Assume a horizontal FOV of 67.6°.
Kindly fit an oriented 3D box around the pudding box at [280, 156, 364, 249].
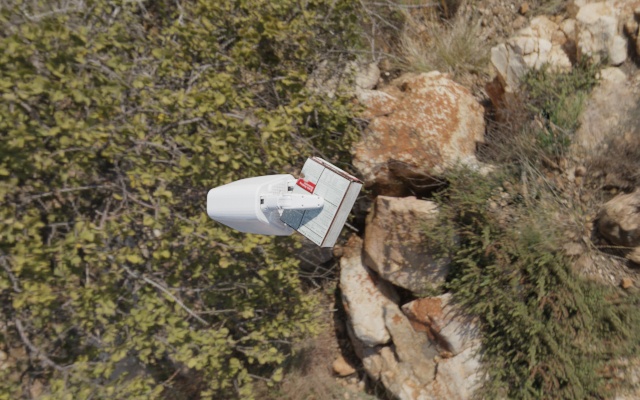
[{"bbox_3d":[0.000,0.002,0.711,0.090,0.113,0.039,32,14,30],"label":"pudding box"}]
